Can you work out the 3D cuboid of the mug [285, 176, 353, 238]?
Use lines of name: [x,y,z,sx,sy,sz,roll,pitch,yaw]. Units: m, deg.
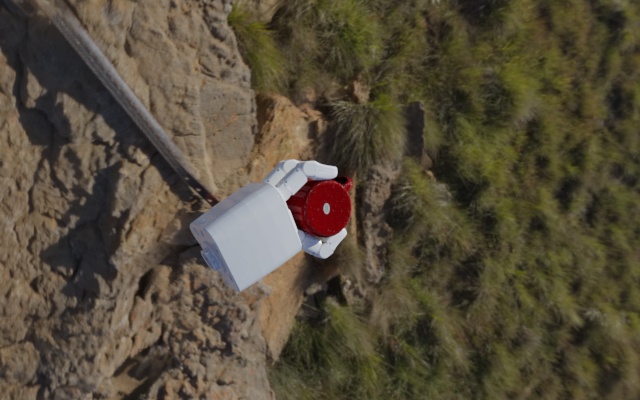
mug: [0.001,0.002,0.697,0.117,0.093,0.081,-37,22,-23]
